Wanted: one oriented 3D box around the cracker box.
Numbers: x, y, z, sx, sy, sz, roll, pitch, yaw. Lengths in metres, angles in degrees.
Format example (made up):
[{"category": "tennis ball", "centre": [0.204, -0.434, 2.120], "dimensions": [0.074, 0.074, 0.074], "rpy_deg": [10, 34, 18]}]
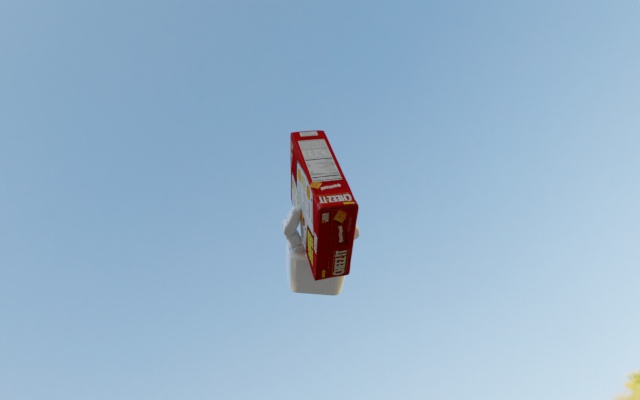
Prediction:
[{"category": "cracker box", "centre": [0.000, 0.003, 0.830], "dimensions": [0.072, 0.164, 0.213], "rpy_deg": [-8, 42, -12]}]
